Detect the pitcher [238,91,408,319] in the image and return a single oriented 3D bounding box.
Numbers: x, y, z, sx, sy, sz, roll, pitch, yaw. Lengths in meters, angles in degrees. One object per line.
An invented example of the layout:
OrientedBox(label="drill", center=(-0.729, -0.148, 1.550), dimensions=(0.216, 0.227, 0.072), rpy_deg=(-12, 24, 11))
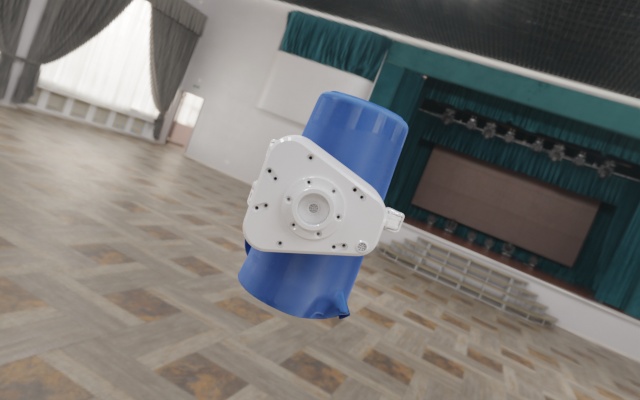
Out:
OrientedBox(label="pitcher", center=(0.000, 0.002, 0.557), dimensions=(0.149, 0.243, 0.145), rpy_deg=(22, 6, -1))
